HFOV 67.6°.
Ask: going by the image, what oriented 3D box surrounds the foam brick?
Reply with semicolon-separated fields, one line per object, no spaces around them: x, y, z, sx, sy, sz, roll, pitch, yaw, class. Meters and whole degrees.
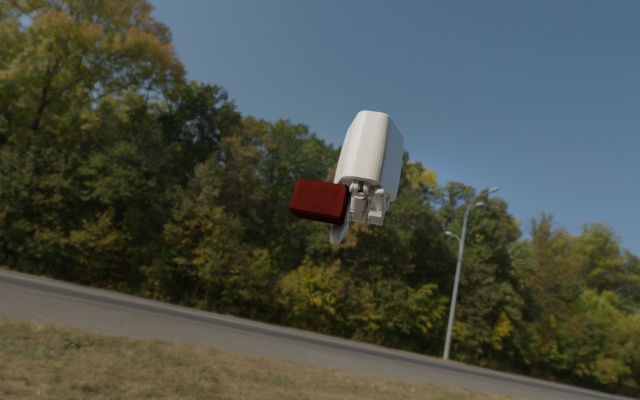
0.000;0.002;0.714;0.078;0.051;0.053;10;-13;10;foam brick
